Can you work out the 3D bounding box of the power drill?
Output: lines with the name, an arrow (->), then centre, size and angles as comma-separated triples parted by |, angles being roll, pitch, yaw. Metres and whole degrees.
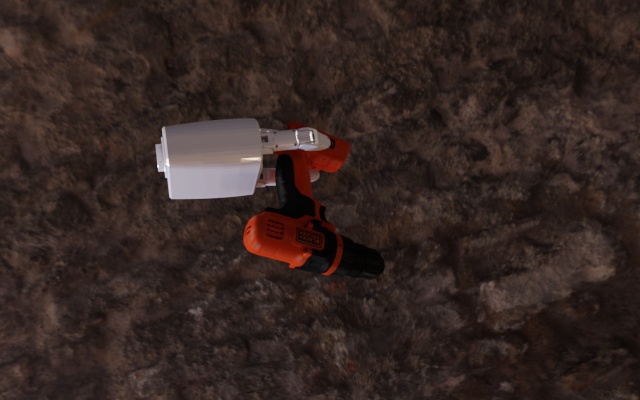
power drill -> 0.000, 0.002, 0.604 | 0.184, 0.187, 0.057 | 19, -37, -26
